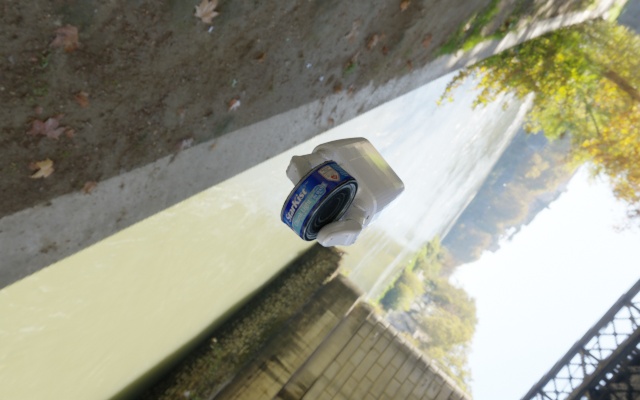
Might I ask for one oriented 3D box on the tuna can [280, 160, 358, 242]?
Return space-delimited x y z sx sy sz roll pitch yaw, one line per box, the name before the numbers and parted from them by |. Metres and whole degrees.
tuna can | 0.000 0.002 0.502 0.033 0.086 0.086 41 16 19
